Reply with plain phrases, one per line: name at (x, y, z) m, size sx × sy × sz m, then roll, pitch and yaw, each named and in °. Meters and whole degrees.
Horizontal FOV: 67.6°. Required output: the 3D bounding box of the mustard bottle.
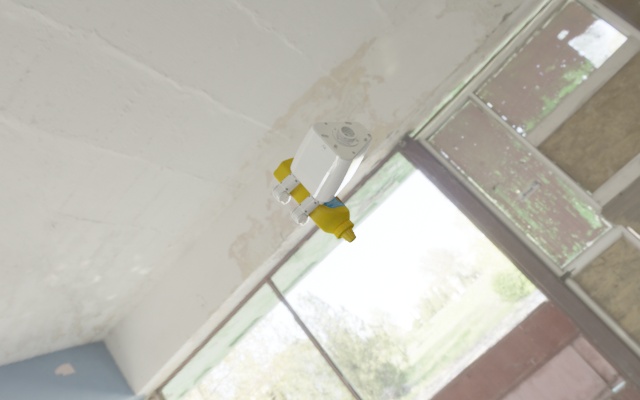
mustard bottle at (0.000, 0.003, 0.892) m, size 0.058 × 0.191 × 0.096 m, roll -49°, pitch -19°, yaw 21°
